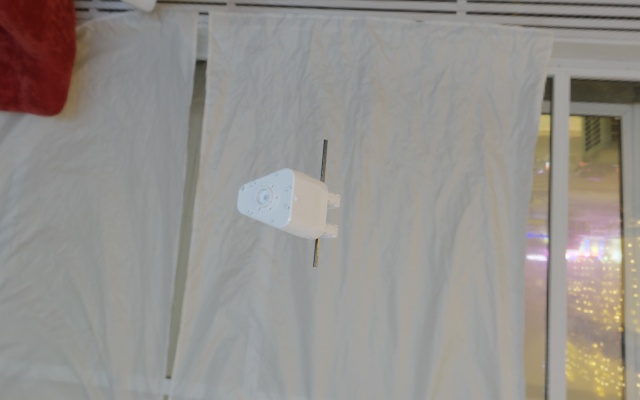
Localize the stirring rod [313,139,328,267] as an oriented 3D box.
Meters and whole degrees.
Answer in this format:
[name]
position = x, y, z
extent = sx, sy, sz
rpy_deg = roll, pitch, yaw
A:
[stirring rod]
position = 0.000, 0.003, 0.886
extent = 0.011, 0.239, 0.011
rpy_deg = 5, -10, 1
